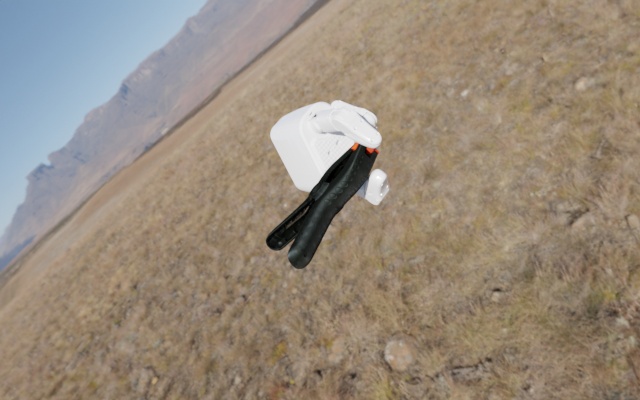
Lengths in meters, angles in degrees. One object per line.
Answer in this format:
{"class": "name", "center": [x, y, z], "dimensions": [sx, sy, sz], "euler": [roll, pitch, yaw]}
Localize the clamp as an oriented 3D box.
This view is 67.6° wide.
{"class": "clamp", "center": [0.000, 0.001, 0.548], "dimensions": [0.039, 0.171, 0.120], "euler": [46, -19, -22]}
